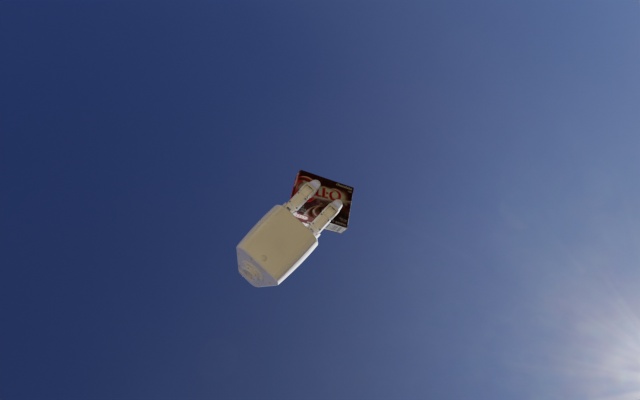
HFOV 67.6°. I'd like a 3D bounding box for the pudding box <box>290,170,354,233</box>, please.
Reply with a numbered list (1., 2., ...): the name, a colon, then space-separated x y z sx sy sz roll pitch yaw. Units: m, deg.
1. pudding box: 0.000 0.003 0.891 0.113 0.090 0.039 19 -30 -13
